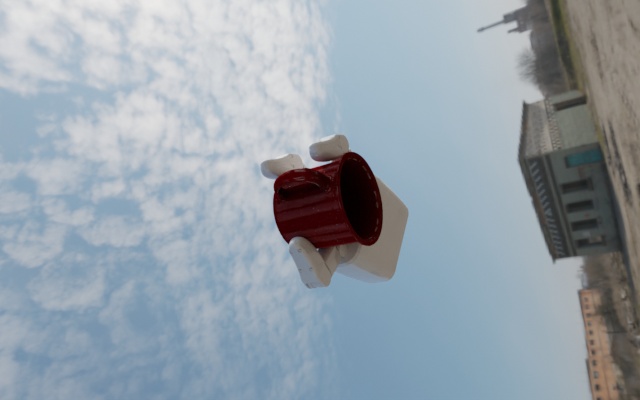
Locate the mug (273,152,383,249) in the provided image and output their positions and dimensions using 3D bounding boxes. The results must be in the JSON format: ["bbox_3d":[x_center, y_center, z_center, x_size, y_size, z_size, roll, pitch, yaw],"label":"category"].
[{"bbox_3d":[-0.001,0.001,0.470,0.081,0.093,0.117,-13,-27,30],"label":"mug"}]
